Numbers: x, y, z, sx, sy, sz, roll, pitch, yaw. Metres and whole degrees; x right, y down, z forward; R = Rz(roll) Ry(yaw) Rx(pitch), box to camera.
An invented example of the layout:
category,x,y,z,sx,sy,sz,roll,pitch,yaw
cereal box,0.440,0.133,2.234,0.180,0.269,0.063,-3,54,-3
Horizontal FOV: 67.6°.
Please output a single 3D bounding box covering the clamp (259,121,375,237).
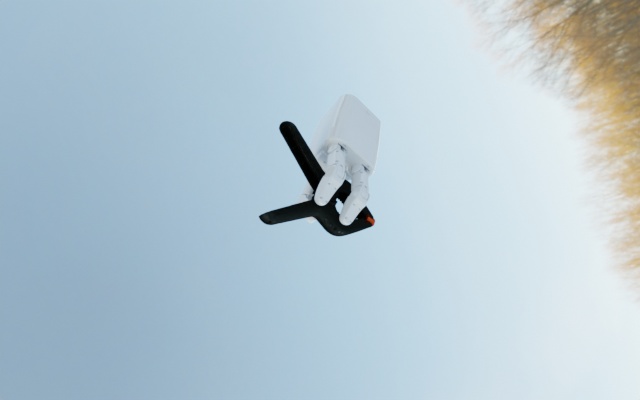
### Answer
category,x,y,z,sx,sy,sz,roll,pitch,yaw
clamp,0.000,0.003,0.702,0.210,0.164,0.036,37,-38,-30
